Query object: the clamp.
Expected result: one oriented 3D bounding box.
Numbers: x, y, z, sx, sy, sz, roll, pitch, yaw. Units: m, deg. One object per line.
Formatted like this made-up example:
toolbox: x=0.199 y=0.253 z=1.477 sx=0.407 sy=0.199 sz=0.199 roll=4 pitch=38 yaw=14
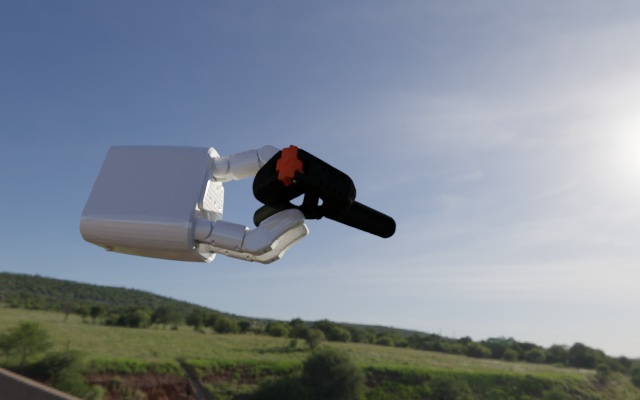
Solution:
clamp: x=0.000 y=0.001 z=0.467 sx=0.164 sy=0.036 sz=0.210 roll=4 pitch=-17 yaw=3
